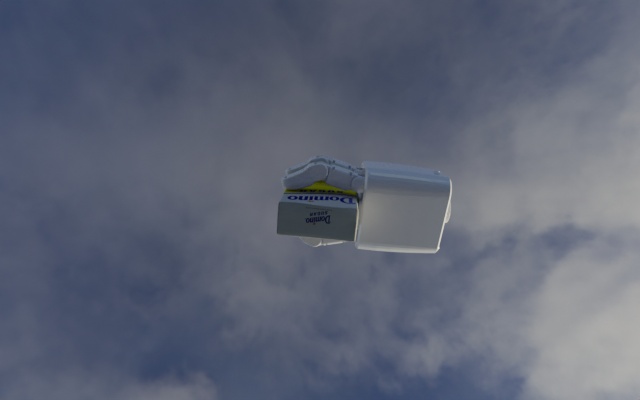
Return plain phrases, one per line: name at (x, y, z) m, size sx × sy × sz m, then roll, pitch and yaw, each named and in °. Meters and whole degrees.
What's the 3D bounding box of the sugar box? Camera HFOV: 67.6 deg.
sugar box at (0.000, 0.001, 0.621) m, size 0.093 × 0.048 × 0.176 m, roll 5°, pitch 13°, yaw 1°
